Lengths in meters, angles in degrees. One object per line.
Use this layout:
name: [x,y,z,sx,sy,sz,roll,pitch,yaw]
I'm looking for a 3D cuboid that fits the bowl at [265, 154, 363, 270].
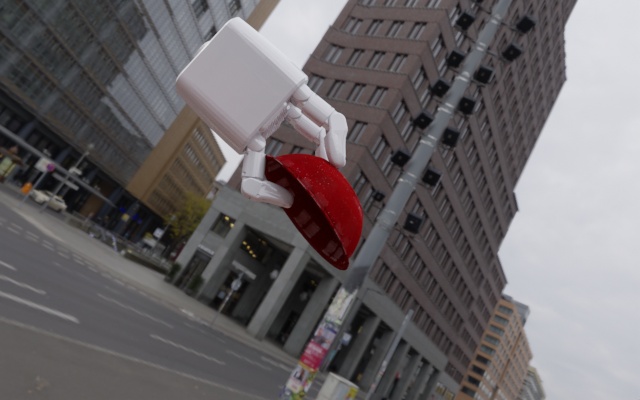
bowl: [0.001,0.003,0.559,0.055,0.162,0.162,-36,10,-15]
